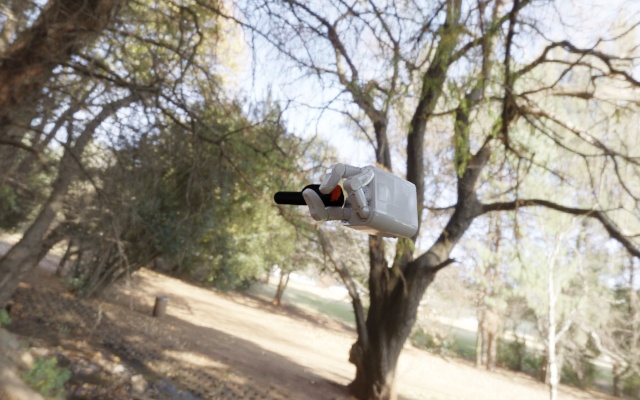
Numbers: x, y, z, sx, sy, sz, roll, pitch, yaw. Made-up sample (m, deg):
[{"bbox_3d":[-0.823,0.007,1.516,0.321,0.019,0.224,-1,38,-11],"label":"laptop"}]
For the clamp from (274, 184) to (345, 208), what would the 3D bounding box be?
[{"bbox_3d":[0.000,0.002,0.882,0.120,0.039,0.171,16,-12,-31],"label":"clamp"}]
